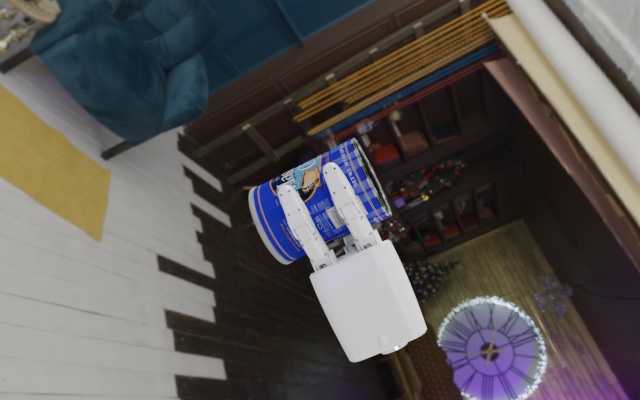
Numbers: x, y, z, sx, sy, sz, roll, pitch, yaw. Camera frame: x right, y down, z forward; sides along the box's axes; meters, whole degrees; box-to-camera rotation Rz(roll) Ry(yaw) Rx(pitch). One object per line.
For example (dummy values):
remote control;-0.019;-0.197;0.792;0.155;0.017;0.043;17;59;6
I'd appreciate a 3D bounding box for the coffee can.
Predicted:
coffee can;0.000;0.002;0.573;0.140;0.103;0.103;-26;-5;11
